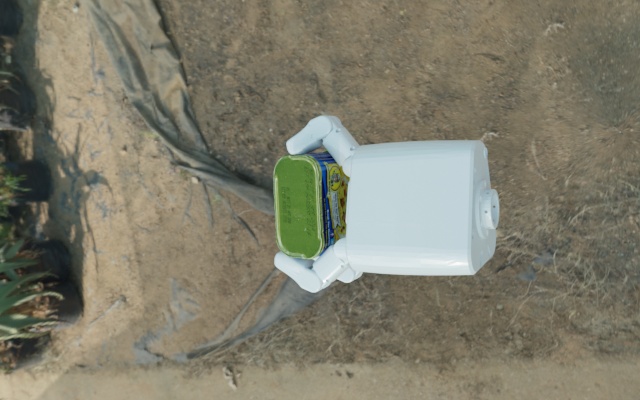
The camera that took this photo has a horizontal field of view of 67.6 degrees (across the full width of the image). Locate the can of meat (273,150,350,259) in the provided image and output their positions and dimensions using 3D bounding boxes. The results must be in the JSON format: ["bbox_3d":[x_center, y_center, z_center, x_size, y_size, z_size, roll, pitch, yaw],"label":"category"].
[{"bbox_3d":[0.000,0.001,0.468,0.057,0.102,0.084,1,8,32],"label":"can of meat"}]
